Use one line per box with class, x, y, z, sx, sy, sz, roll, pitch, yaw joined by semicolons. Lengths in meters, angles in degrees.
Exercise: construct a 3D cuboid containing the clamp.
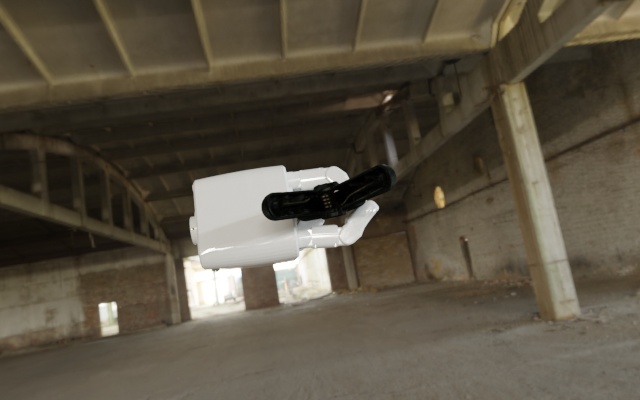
clamp;0.000;0.001;0.483;0.120;0.039;0.171;-8;-9;-7
